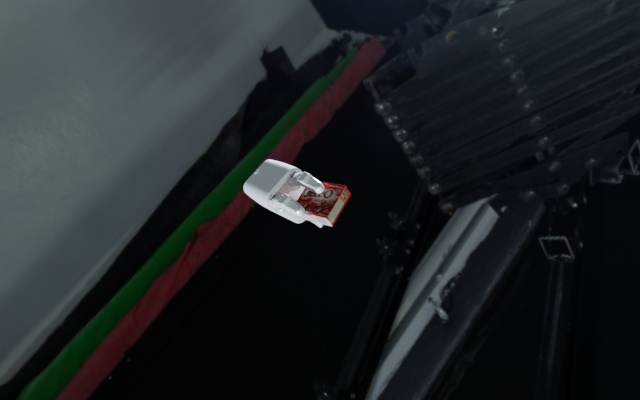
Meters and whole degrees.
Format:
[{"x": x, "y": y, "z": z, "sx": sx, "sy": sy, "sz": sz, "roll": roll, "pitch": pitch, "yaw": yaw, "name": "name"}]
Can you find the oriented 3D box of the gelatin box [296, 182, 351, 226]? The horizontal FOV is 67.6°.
[{"x": 0.001, "y": 0.003, "z": 0.863, "sx": 0.089, "sy": 0.073, "sz": 0.030, "roll": 12, "pitch": -30, "yaw": 40, "name": "gelatin box"}]
